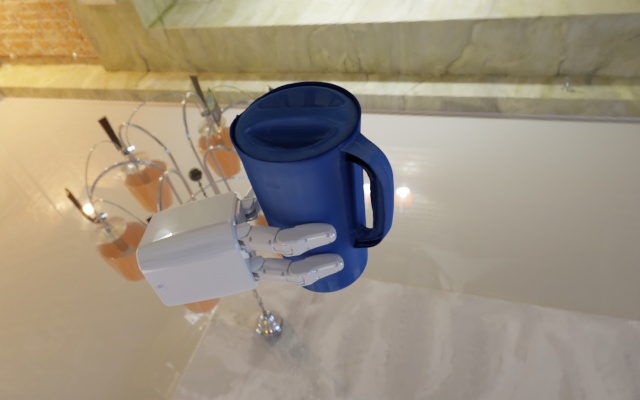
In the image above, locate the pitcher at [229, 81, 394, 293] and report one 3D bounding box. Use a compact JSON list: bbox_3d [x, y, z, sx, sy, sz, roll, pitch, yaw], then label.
[{"bbox_3d":[0.000,0.002,0.546,0.145,0.243,0.149,-13,44,0],"label":"pitcher"}]
